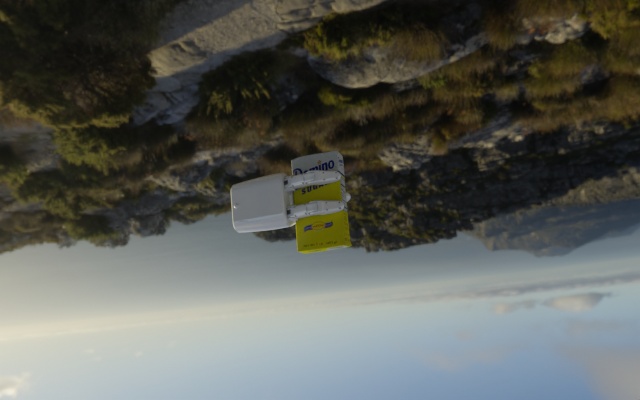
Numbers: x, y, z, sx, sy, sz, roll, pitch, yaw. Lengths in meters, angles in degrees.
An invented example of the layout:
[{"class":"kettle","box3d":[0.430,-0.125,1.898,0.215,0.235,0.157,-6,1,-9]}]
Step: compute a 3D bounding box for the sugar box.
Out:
[{"class":"sugar box","box3d":[0.000,0.003,0.870,0.093,0.176,0.048,-10,-12,17]}]
